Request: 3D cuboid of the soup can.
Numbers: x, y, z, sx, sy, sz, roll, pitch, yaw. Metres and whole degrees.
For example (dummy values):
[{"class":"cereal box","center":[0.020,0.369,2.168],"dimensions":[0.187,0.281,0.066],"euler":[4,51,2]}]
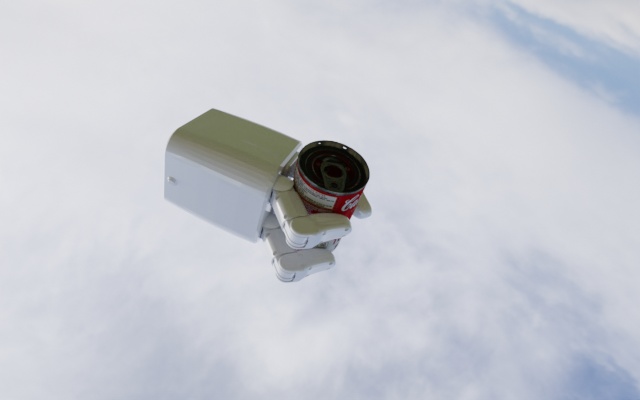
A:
[{"class":"soup can","center":[0.000,0.002,0.467],"dimensions":[0.068,0.068,0.102],"euler":[0,-41,-19]}]
